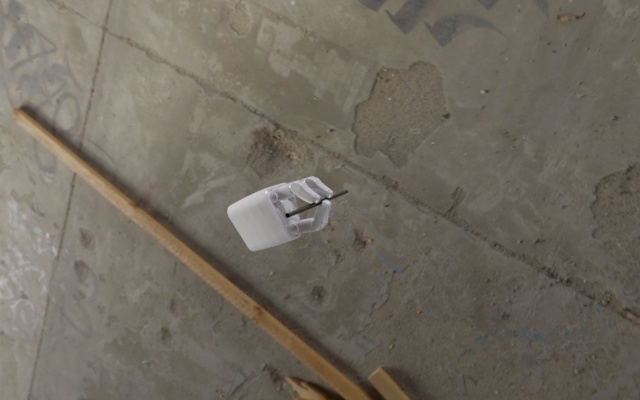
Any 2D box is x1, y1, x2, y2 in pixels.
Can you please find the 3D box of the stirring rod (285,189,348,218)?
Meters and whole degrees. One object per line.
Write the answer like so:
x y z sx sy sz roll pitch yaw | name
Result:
0.000 0.003 0.876 0.011 0.011 0.239 0 10 27 | stirring rod
